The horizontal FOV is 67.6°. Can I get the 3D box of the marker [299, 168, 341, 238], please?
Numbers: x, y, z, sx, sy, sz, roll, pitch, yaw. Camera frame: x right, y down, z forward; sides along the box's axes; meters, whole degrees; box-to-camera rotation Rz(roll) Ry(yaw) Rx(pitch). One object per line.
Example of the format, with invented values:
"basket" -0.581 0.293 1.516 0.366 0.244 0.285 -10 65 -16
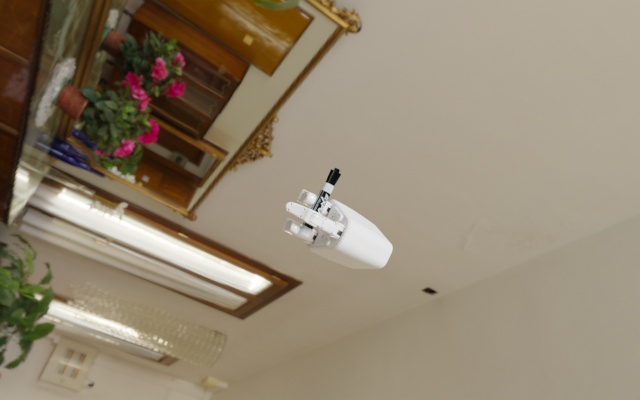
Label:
"marker" 0.000 0.002 0.768 0.020 0.121 0.020 27 -3 2
